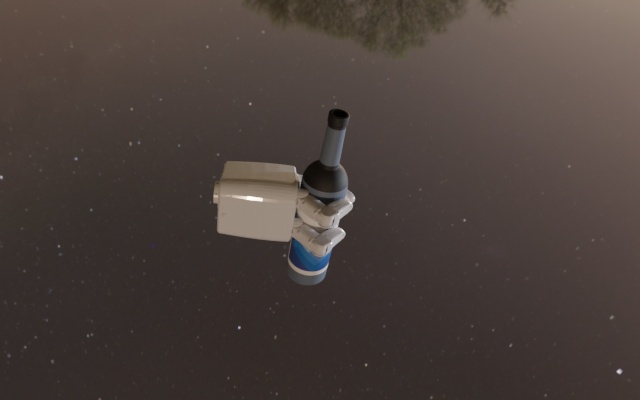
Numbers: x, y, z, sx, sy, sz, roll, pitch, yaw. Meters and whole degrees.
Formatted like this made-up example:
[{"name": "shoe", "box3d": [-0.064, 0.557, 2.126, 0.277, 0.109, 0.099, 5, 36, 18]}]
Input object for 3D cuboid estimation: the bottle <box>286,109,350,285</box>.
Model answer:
[{"name": "bottle", "box3d": [0.000, 0.002, 0.701, 0.069, 0.296, 0.069, 7, 38, -6]}]
